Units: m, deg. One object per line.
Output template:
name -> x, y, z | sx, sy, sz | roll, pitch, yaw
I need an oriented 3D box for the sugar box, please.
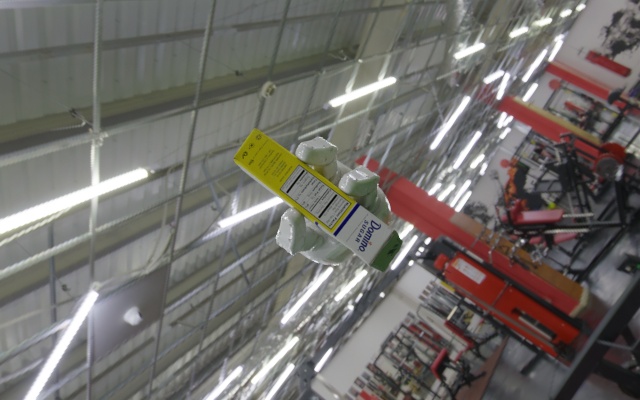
sugar box -> 0.000, 0.001, 0.486 | 0.176, 0.048, 0.093 | 34, -2, 18
